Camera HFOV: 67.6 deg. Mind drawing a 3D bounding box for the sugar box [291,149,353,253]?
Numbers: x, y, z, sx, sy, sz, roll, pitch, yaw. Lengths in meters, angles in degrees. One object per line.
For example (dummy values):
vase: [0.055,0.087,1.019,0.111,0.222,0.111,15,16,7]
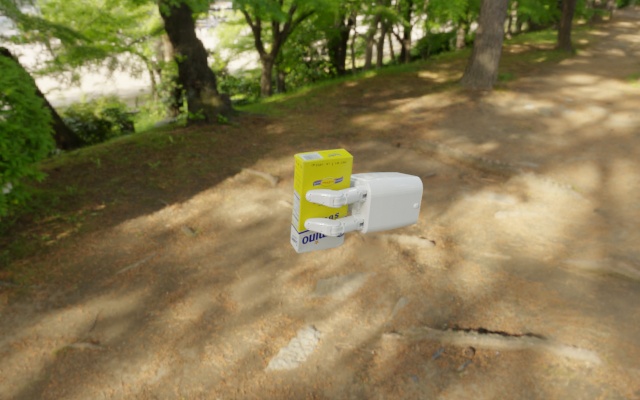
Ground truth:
sugar box: [0.000,0.003,0.826,0.093,0.176,0.048,-8,27,-21]
